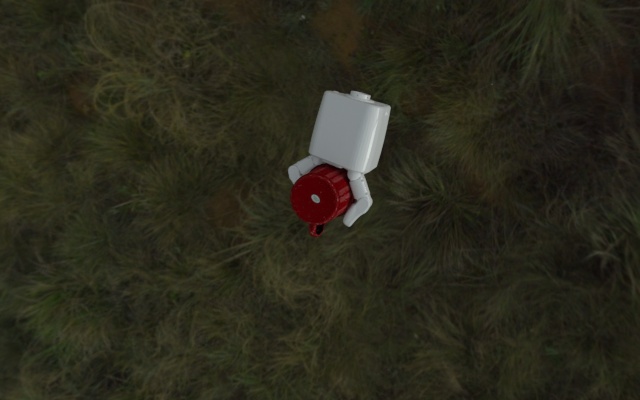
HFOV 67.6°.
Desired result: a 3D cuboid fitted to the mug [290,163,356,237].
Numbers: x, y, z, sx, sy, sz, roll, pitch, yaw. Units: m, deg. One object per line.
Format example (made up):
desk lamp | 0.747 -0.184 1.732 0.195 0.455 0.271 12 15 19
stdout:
mug | 0.000 0.004 0.762 0.093 0.117 0.081 17 16 15
